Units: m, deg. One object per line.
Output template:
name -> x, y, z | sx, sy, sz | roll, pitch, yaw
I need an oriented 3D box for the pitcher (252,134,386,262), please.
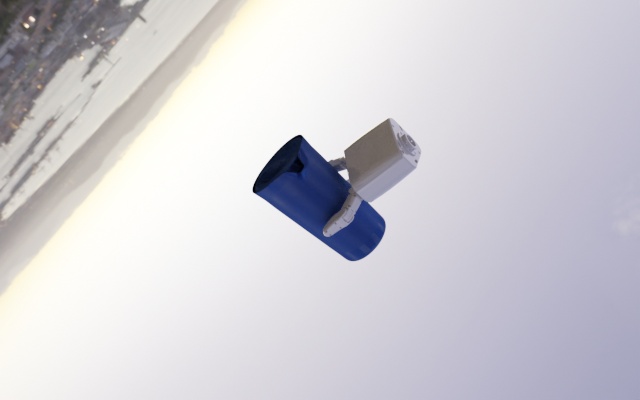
pitcher -> 0.000, 0.003, 0.887 | 0.145, 0.243, 0.149 | -37, 24, 28
